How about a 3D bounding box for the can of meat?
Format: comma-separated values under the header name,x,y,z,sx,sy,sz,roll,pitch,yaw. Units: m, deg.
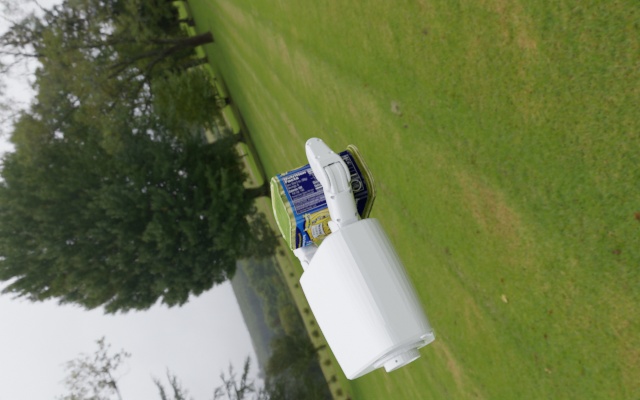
name,x,y,z,sx,sy,sz,roll,pitch,yaw
can of meat,0.000,0.002,0.465,0.084,0.057,0.102,-21,-23,-12
